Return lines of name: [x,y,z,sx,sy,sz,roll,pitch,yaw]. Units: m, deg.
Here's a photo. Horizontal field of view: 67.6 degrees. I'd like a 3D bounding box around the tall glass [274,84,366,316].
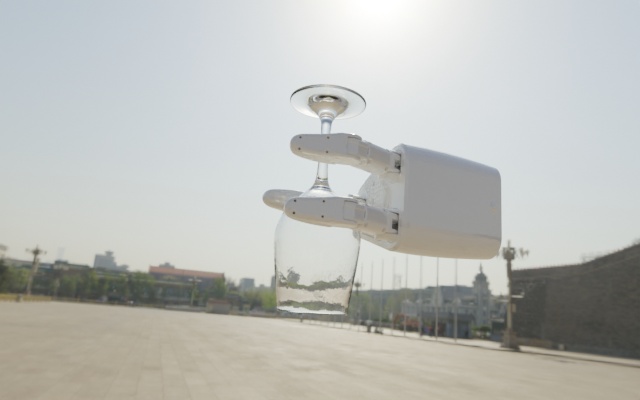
tall glass: [0.000,0.001,0.439,0.079,0.201,0.079,5,-14,1]
